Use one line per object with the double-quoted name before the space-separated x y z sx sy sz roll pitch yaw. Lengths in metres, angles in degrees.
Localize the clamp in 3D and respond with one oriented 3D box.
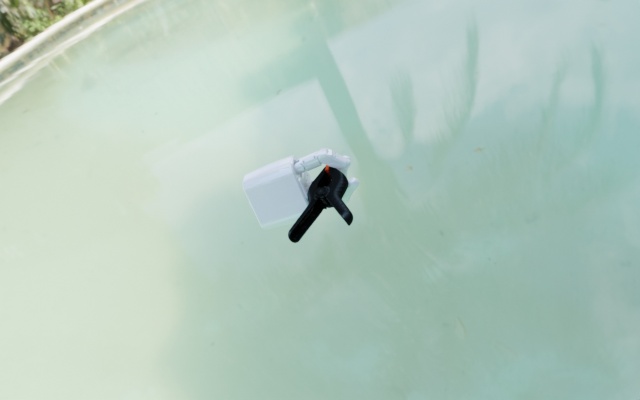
"clamp" 0.000 0.002 0.828 0.120 0.039 0.171 -20 33 16
